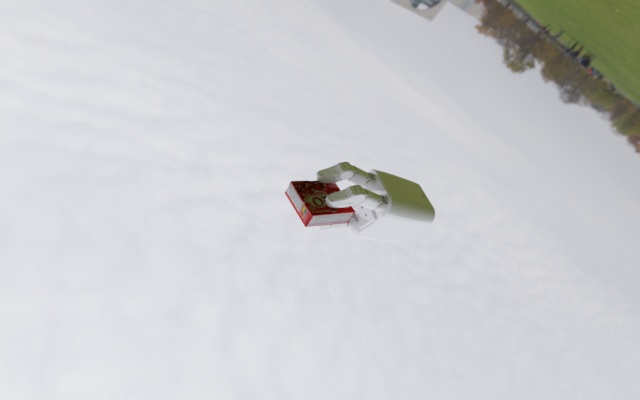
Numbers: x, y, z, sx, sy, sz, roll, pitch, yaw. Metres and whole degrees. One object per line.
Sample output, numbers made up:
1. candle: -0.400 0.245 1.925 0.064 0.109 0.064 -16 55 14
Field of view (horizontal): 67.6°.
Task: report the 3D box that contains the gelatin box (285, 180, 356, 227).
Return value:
1. gelatin box: 0.000 0.003 0.738 0.089 0.073 0.030 -4 -42 -38
